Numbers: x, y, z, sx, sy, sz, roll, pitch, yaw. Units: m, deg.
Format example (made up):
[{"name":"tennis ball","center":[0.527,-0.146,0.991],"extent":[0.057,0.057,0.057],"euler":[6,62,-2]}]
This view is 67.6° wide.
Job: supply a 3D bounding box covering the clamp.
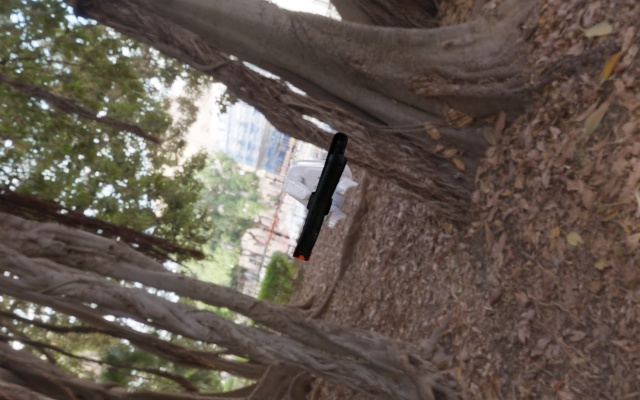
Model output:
[{"name":"clamp","center":[-0.001,0.003,0.728],"extent":[0.036,0.210,0.164],"euler":[19,12,-2]}]
